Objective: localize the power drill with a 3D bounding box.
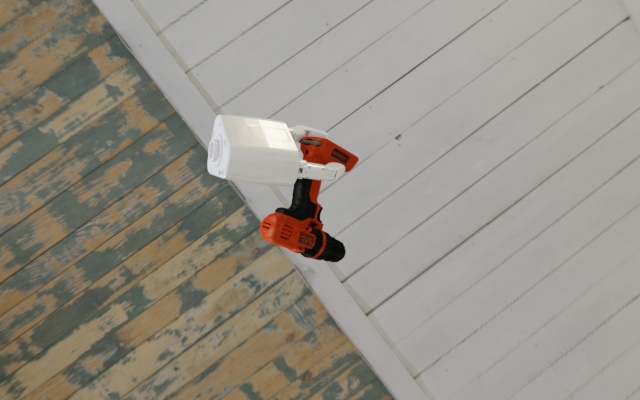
[{"bbox_3d":[0.000,0.002,0.786,0.057,0.187,0.184,11,-10,43],"label":"power drill"}]
